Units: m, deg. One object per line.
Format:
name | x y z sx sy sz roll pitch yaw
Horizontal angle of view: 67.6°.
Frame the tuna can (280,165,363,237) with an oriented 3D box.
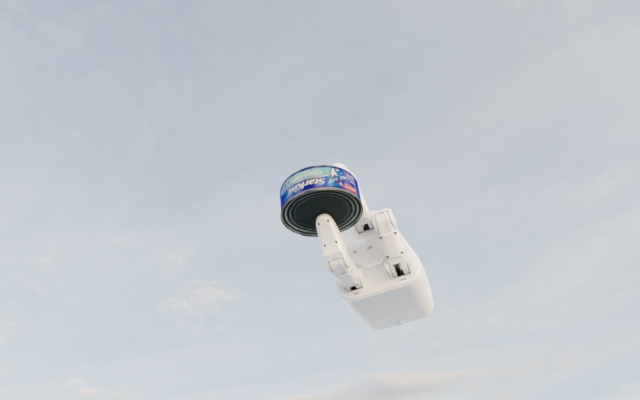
tuna can | 0.000 0.001 0.500 0.086 0.033 0.086 -4 -36 -3
